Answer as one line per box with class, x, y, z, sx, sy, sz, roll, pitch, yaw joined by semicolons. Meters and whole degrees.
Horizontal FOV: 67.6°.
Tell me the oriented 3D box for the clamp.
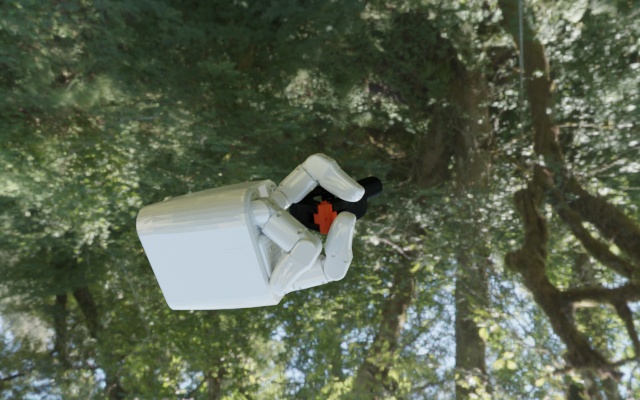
clamp;0.000;0.002;0.511;0.120;0.039;0.171;-11;6;14
